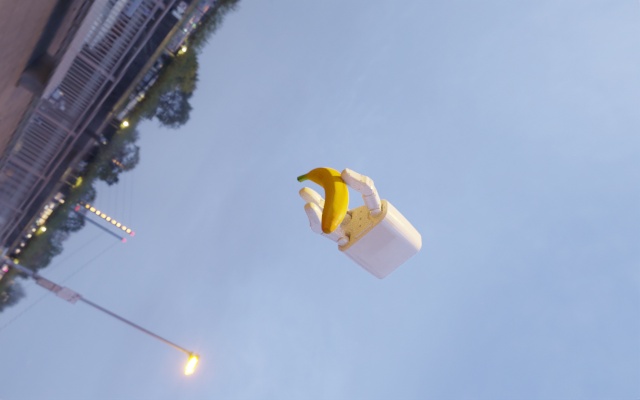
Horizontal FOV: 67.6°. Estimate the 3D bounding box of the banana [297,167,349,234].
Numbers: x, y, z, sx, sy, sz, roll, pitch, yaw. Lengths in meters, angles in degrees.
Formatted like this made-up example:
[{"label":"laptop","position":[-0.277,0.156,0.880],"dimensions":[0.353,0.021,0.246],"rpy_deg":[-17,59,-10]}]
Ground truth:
[{"label":"banana","position":[0.013,-0.011,0.770],"dimensions":[0.037,0.069,0.197],"rpy_deg":[44,8,-27]}]
